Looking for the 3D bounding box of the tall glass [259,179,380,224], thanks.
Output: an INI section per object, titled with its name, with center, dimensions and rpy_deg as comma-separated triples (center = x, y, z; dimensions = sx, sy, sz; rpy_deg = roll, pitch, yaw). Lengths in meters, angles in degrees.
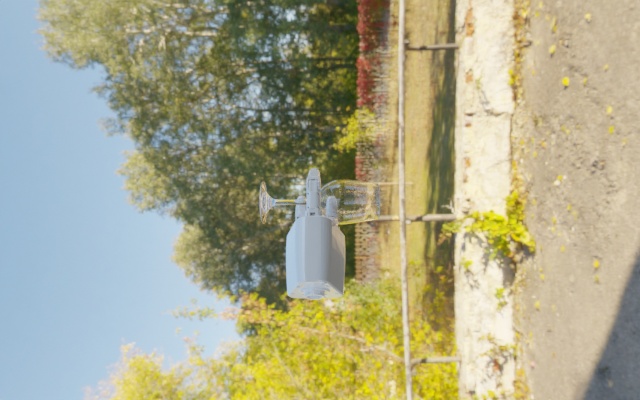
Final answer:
[tall glass]
center = -0.001, 0.003, 0.822
dimensions = 0.201, 0.079, 0.079
rpy_deg = -1, 0, 2
